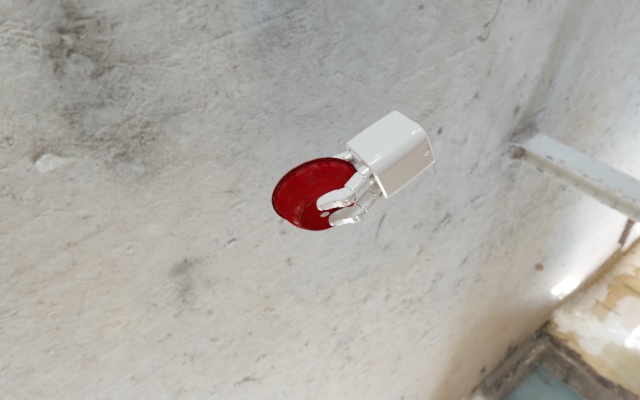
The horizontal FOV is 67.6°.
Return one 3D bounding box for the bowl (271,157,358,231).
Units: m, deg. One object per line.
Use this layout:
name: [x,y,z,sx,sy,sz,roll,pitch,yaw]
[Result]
bowl: [-0.001,0.004,0.819,0.162,0.055,0.162,-14,-39,-11]
